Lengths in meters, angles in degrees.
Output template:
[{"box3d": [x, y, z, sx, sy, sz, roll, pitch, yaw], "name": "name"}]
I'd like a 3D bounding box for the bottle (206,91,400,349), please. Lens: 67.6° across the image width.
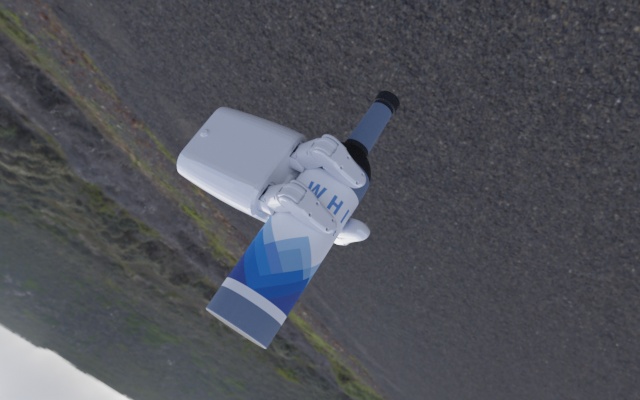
[{"box3d": [0.000, 0.002, 0.482, 0.069, 0.295, 0.069, 29, -21, 12], "name": "bottle"}]
